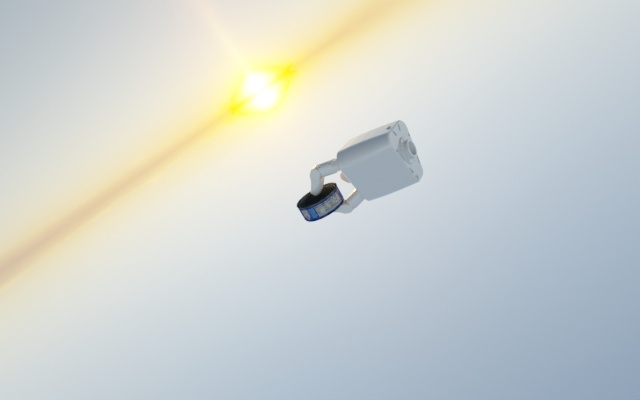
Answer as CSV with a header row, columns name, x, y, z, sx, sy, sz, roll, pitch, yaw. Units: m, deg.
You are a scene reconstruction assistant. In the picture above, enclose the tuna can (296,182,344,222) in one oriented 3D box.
name,x,y,z,sx,sy,sz,roll,pitch,yaw
tuna can,0.000,0.003,0.888,0.086,0.034,0.086,-27,18,10
